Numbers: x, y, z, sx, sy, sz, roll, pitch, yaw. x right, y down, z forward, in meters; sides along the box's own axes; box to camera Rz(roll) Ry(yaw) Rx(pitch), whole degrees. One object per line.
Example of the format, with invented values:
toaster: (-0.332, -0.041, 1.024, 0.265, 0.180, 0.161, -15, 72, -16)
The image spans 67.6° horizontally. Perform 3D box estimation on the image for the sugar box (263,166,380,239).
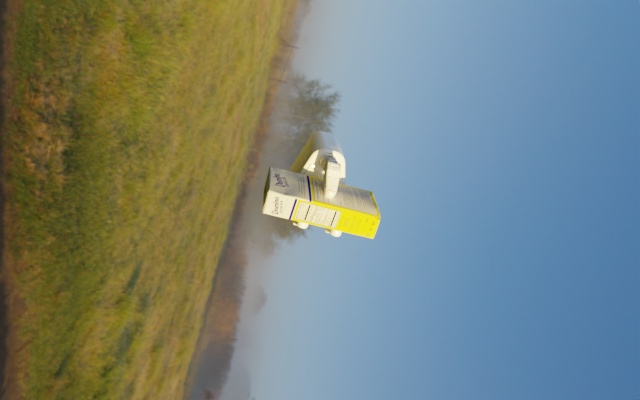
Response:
sugar box: (0.000, 0.003, 0.744, 0.176, 0.048, 0.093, 12, 26, -10)
